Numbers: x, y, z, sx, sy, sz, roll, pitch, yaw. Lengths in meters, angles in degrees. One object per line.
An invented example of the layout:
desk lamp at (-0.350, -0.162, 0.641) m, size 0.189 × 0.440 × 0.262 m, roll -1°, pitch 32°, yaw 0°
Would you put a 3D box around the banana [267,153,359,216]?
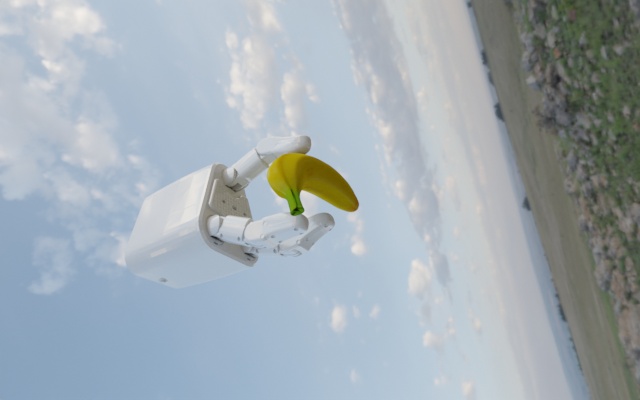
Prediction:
banana at (-0.008, -0.015, 0.493) m, size 0.037 × 0.069 × 0.198 m, roll -26°, pitch -8°, yaw 19°
